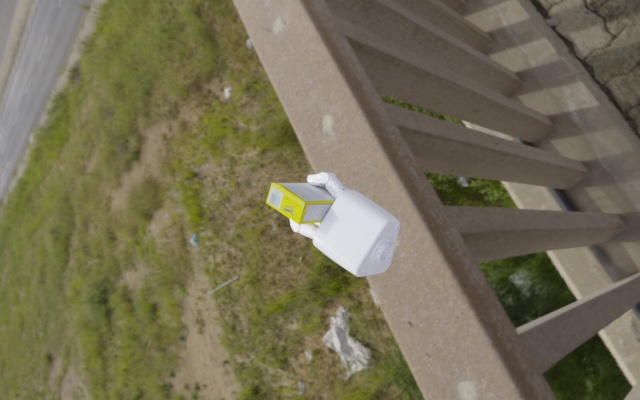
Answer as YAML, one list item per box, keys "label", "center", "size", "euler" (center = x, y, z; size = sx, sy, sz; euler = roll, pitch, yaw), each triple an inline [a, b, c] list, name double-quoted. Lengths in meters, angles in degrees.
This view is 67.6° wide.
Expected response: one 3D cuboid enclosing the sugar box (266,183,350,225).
- label: "sugar box"
  center: [0.000, 0.003, 0.858]
  size: [0.176, 0.048, 0.093]
  euler: [2, 23, -47]
